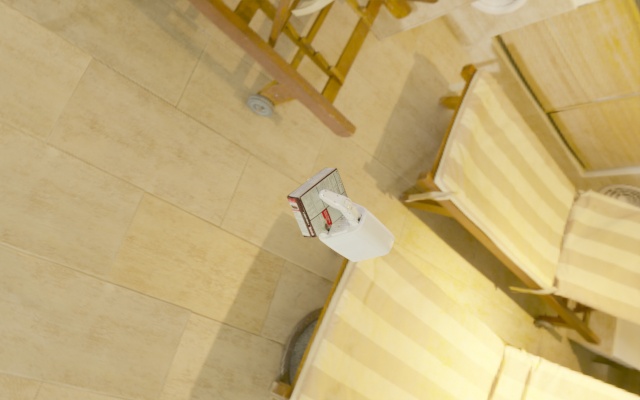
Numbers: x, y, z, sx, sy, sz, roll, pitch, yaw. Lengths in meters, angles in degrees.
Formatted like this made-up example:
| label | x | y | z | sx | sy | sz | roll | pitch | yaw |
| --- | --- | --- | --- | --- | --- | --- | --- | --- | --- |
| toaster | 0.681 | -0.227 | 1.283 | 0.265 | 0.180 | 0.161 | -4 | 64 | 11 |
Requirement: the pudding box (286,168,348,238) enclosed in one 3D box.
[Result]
| label | x | y | z | sx | sy | sz | roll | pitch | yaw |
| --- | --- | --- | --- | --- | --- | --- | --- | --- | --- |
| pudding box | 0.000 | 0.003 | 0.890 | 0.039 | 0.090 | 0.113 | 2 | 32 | 46 |
